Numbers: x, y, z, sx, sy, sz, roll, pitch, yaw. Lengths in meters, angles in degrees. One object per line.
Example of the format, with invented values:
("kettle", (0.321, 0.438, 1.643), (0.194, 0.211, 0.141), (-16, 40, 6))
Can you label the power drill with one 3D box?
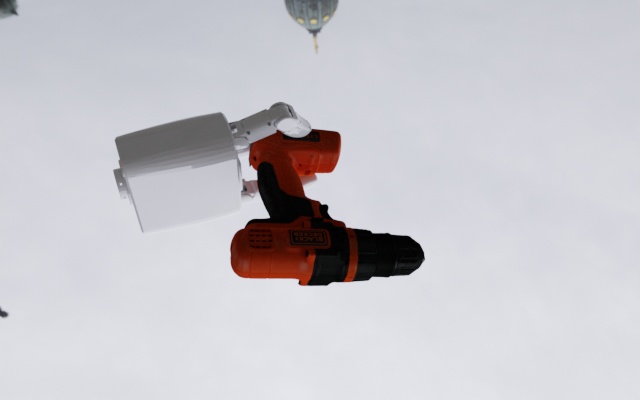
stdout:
("power drill", (0.000, 0.001, 0.489), (0.184, 0.057, 0.187), (3, 43, -15))
